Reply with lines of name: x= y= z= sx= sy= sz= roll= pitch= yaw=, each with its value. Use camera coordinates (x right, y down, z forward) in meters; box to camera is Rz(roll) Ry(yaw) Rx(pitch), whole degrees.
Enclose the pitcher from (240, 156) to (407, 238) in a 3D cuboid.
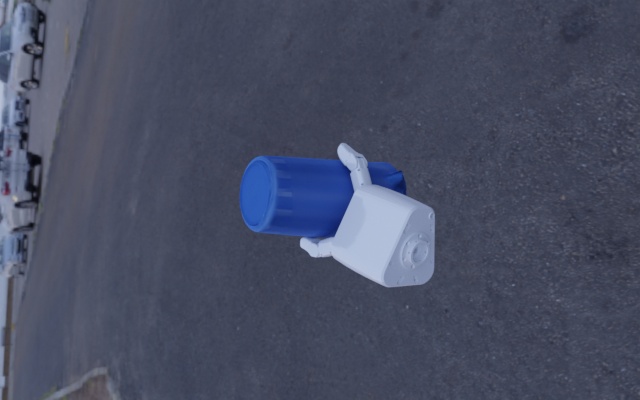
pitcher: x=0.000 y=0.002 z=0.738 sx=0.243 sy=0.149 sz=0.145 roll=4 pitch=15 yaw=-35
